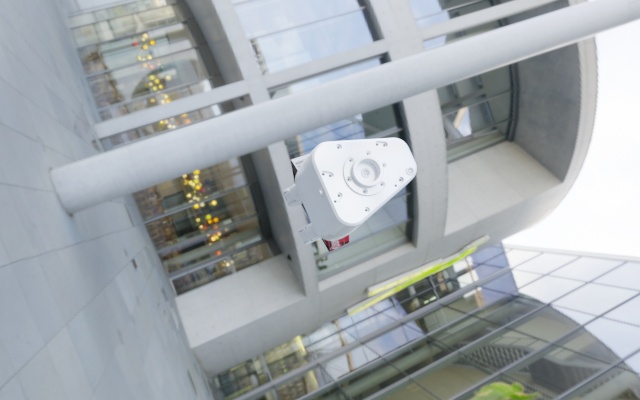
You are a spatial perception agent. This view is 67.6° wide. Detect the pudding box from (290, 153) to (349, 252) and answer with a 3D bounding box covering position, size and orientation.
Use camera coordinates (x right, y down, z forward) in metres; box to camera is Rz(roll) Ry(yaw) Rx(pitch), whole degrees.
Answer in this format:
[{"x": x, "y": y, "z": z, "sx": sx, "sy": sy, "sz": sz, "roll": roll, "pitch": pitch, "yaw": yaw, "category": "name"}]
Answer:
[{"x": 0.000, "y": 0.002, "z": 0.668, "sx": 0.039, "sy": 0.113, "sz": 0.090, "roll": -21, "pitch": -34, "yaw": -12, "category": "pudding box"}]
